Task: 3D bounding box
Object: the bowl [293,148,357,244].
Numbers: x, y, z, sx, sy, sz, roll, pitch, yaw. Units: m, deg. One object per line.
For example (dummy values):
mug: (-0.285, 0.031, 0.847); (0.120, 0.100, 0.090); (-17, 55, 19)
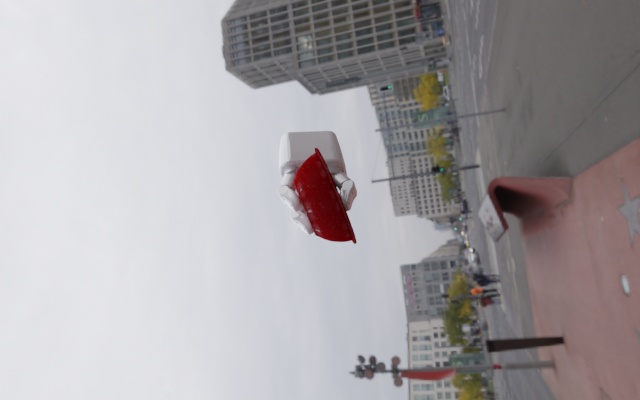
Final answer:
bowl: (0.000, 0.003, 0.739); (0.055, 0.162, 0.162); (-23, 1, -2)
